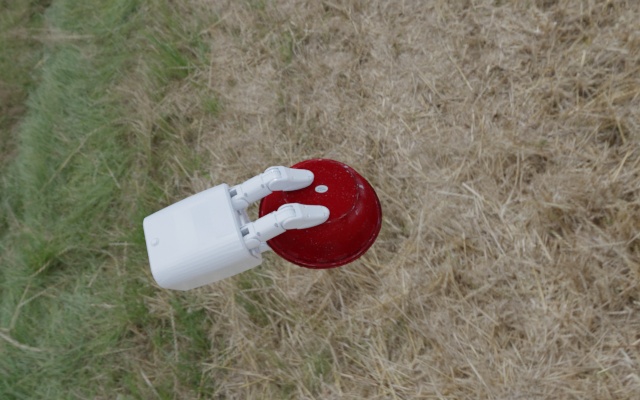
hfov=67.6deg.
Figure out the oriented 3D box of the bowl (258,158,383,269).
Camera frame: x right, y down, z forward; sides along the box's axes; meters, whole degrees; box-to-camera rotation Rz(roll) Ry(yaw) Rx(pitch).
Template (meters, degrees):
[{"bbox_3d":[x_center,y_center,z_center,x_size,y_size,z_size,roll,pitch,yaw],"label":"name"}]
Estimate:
[{"bbox_3d":[0.001,0.001,0.600,0.162,0.162,0.055,0,-32,-1],"label":"bowl"}]
